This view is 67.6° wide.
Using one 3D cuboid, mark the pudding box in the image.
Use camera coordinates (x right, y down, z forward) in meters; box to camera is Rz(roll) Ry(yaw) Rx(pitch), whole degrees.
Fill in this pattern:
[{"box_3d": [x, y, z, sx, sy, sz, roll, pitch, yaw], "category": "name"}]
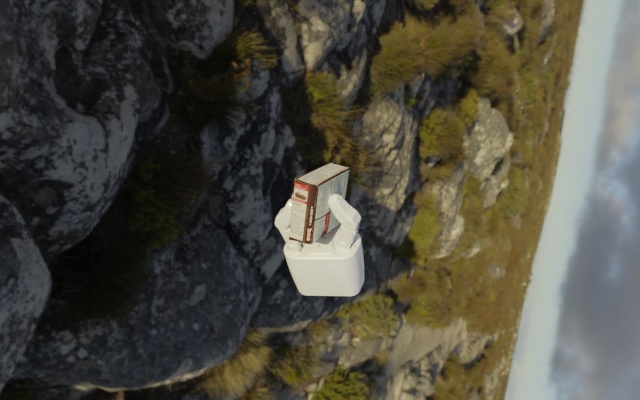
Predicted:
[{"box_3d": [0.000, 0.002, 0.678, 0.039, 0.090, 0.113, 14, 21, 21], "category": "pudding box"}]
